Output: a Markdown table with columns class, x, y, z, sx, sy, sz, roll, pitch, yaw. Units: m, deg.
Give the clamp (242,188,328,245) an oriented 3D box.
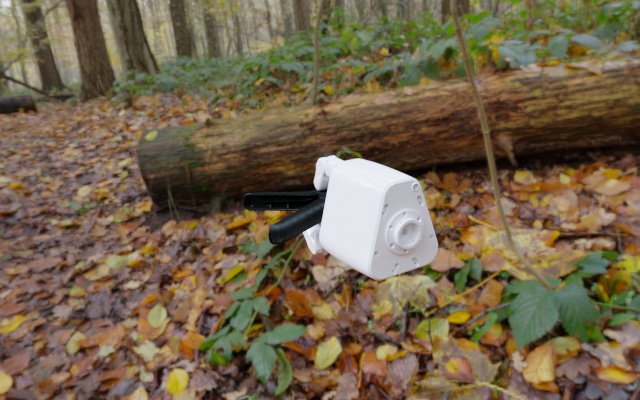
| class | x | y | z | sx | sy | sz | roll | pitch | yaw |
| --- | --- | --- | --- | --- | --- | --- | --- | --- | --- |
| clamp | 0.001 | 0.001 | 0.654 | 0.210 | 0.036 | 0.164 | -14 | 21 | -24 |
